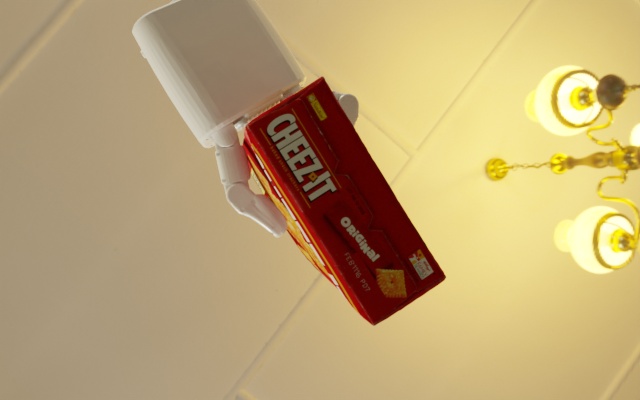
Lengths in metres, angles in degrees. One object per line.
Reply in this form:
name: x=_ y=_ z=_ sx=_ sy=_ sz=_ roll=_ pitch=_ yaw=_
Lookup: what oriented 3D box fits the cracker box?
cracker box: x=0.000 y=0.001 z=0.420 sx=0.072 sy=0.164 sz=0.213 roll=-34 pitch=6 yaw=-7
